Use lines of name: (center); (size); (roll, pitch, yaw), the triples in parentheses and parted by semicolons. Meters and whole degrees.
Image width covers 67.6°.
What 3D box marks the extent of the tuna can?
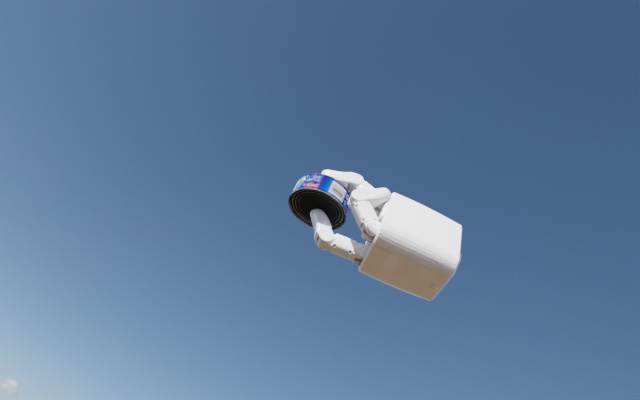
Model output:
tuna can: (0.000, 0.002, 0.677); (0.086, 0.033, 0.086); (15, -39, 12)
